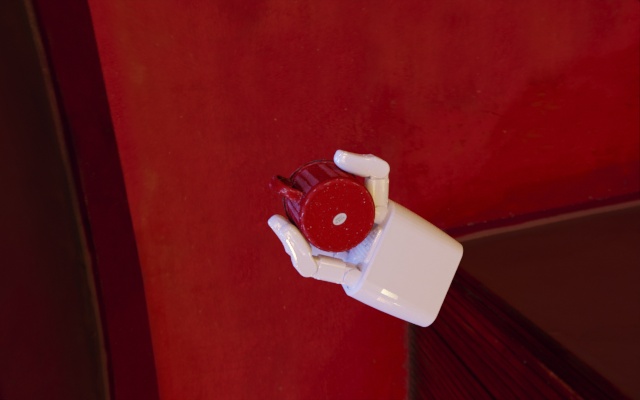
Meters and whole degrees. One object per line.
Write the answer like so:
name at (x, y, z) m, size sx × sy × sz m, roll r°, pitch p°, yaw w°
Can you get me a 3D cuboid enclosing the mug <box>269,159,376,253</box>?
mug at (-0.001, 0.001, 0.516) m, size 0.117 × 0.093 × 0.081 m, roll 26°, pitch 7°, yaw -18°
